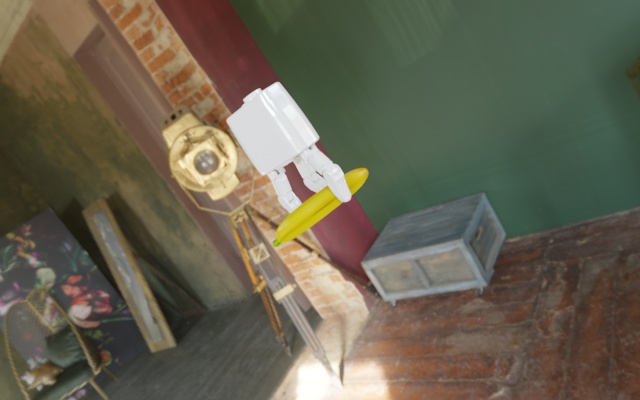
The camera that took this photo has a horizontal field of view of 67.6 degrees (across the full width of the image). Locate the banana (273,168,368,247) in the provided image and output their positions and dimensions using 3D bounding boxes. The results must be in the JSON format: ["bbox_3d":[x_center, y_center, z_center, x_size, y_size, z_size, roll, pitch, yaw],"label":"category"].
[{"bbox_3d":[0.000,0.005,0.755,0.198,0.037,0.069,-37,6,-6],"label":"banana"}]
